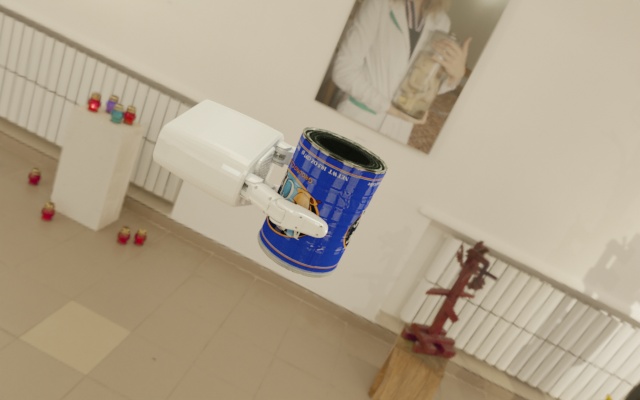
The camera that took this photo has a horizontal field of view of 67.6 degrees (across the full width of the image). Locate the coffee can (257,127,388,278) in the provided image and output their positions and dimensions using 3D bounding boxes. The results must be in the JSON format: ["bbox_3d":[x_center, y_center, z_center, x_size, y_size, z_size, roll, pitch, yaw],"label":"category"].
[{"bbox_3d":[0.000,0.002,0.548,0.103,0.140,0.102,22,21,-9],"label":"coffee can"}]
